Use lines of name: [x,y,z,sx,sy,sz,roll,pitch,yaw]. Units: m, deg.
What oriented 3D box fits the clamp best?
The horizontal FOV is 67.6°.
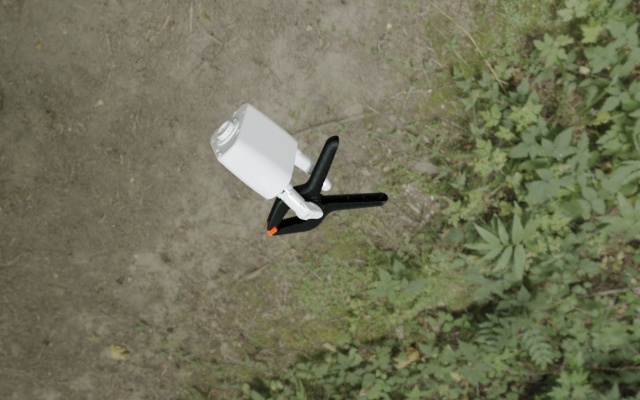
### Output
clamp: [0.000,0.003,0.808,0.210,0.036,0.165,-38,-57,21]
